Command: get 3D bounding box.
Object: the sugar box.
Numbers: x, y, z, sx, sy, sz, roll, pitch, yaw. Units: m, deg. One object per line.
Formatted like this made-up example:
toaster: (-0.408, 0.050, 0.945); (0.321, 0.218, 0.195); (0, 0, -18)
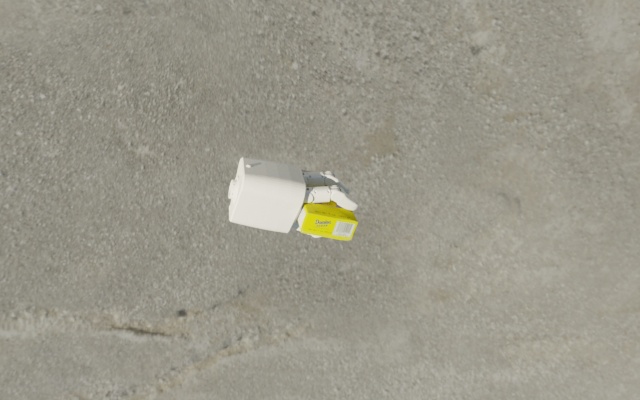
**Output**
sugar box: (0.000, 0.002, 0.860); (0.093, 0.048, 0.176); (11, 28, -18)
